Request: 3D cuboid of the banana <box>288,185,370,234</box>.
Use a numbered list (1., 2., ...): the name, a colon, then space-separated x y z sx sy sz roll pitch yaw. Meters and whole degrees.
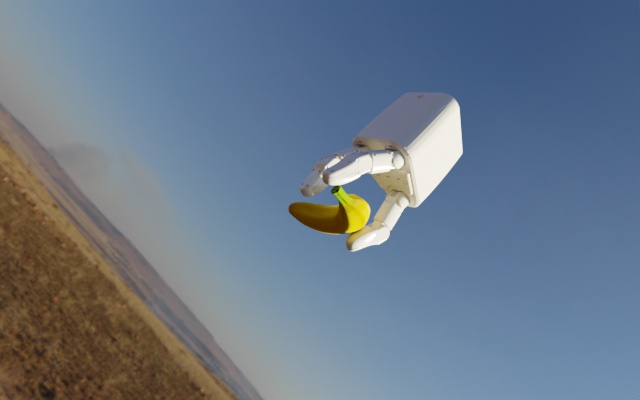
1. banana: 0.014 0.015 0.602 0.037 0.069 0.198 -48 9 -19
